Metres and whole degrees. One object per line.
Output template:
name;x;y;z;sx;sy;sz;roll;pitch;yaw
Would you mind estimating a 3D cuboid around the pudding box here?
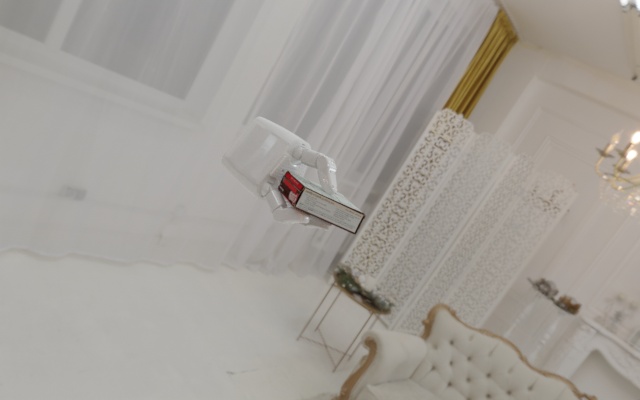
pudding box;0.000;0.002;0.716;0.113;0.039;0.090;23;10;-25
